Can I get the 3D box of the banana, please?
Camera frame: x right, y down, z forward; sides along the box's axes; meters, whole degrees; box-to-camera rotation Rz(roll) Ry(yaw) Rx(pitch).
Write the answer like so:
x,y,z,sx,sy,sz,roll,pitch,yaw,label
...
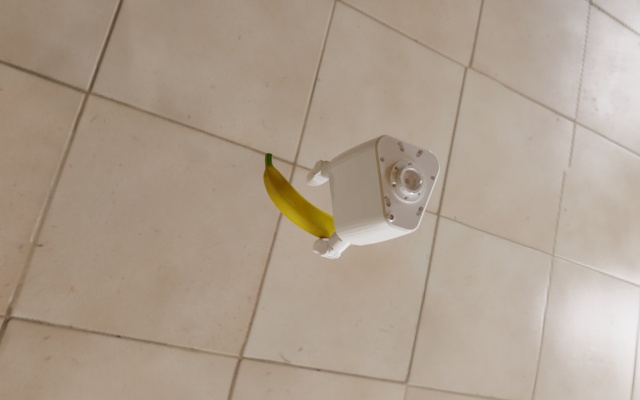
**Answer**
x,y,z,sx,sy,sz,roll,pitch,yaw,label
-0.011,0.014,0.676,0.198,0.069,0.037,40,-32,-13,banana
